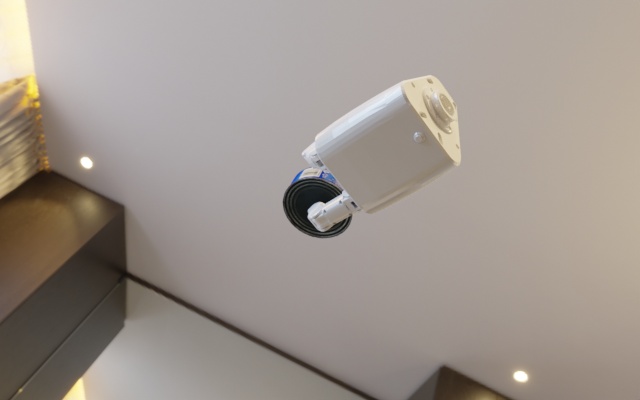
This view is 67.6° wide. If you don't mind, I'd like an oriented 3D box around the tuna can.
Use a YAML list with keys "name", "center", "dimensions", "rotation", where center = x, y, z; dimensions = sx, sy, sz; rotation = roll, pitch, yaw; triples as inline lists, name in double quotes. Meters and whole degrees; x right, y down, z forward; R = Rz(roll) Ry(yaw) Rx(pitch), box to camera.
- name: "tuna can"
  center: [0.000, 0.002, 0.576]
  dimensions: [0.086, 0.086, 0.033]
  rotation: [0, 33, 19]
